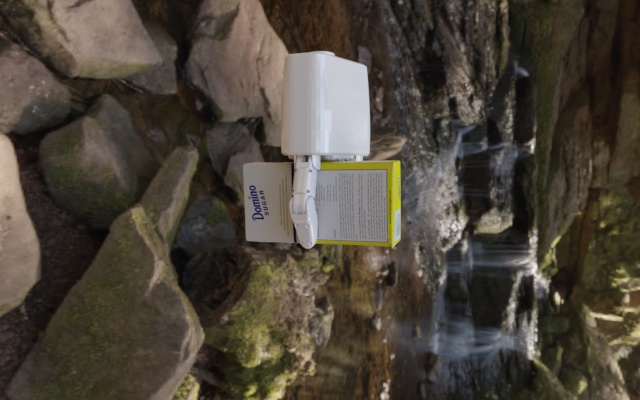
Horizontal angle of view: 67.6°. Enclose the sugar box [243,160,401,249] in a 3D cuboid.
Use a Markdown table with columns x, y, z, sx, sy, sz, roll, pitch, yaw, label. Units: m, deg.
| x | y | z | sx | sy | sz | roll | pitch | yaw | label |
| --- | --- | --- | --- | --- | --- | --- | --- | --- | --- |
| 0.000 | 0.002 | 0.543 | 0.176 | 0.093 | 0.048 | 2 | 8 | 21 | sugar box |
